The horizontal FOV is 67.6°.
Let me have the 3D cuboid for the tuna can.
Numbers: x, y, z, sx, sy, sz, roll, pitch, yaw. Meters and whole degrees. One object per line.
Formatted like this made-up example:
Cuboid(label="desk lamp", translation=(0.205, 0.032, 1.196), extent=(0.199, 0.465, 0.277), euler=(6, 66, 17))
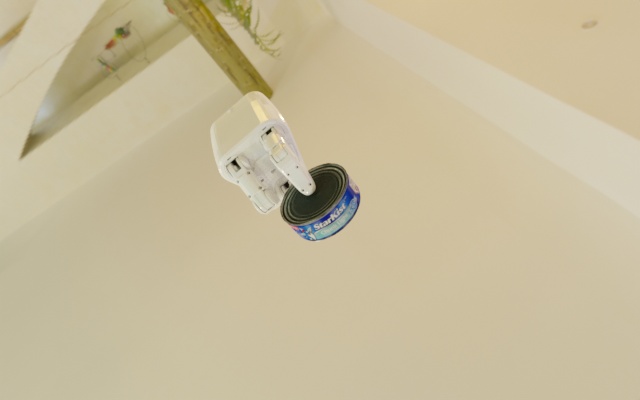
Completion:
Cuboid(label="tuna can", translation=(0.000, 0.002, 0.522), extent=(0.086, 0.086, 0.034), euler=(0, -39, 43))
